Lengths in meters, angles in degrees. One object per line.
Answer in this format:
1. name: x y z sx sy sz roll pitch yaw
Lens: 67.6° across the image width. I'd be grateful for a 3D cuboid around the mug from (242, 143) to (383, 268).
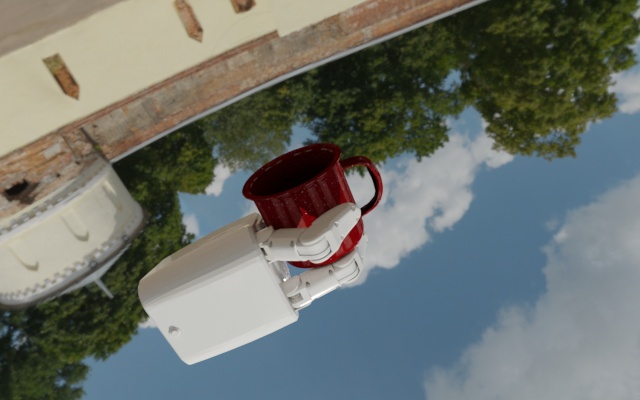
1. mug: 0.001 0.001 0.429 0.117 0.081 0.093 -24 25 2
